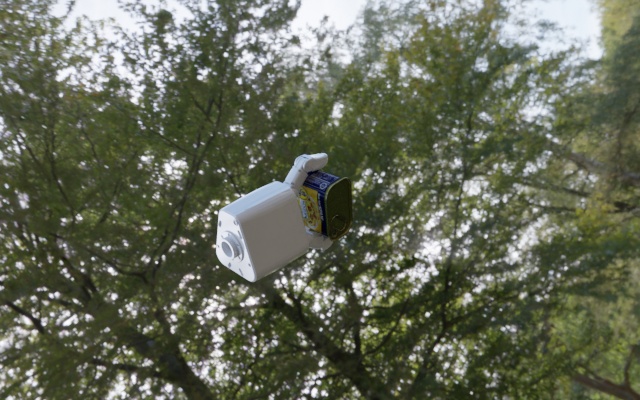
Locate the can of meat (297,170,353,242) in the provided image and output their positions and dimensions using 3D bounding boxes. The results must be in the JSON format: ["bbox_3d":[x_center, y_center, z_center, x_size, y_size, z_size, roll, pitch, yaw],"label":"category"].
[{"bbox_3d":[0.000,0.002,0.753,0.084,0.102,0.057,23,41,37],"label":"can of meat"}]
